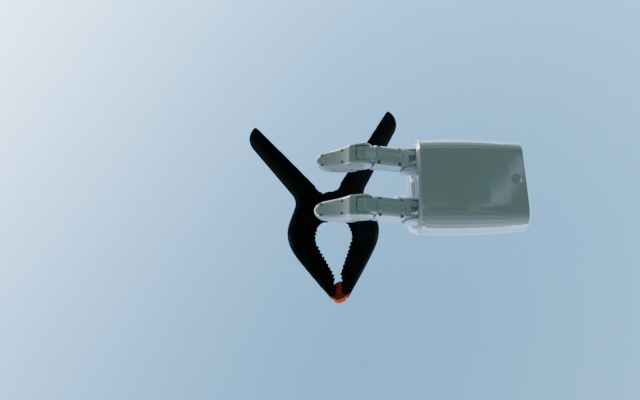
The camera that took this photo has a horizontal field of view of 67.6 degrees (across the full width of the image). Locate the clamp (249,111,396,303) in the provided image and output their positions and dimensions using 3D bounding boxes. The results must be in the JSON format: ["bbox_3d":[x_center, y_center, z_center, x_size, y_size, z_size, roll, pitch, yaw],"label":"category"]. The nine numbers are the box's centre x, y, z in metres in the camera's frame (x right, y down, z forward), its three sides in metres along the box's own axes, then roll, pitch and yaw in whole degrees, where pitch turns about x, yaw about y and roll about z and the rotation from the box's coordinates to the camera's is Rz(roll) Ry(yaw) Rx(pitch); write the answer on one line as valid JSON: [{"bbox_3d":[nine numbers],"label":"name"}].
[{"bbox_3d":[0.000,0.002,0.510,0.164,0.210,0.036,0,-19,6],"label":"clamp"}]
